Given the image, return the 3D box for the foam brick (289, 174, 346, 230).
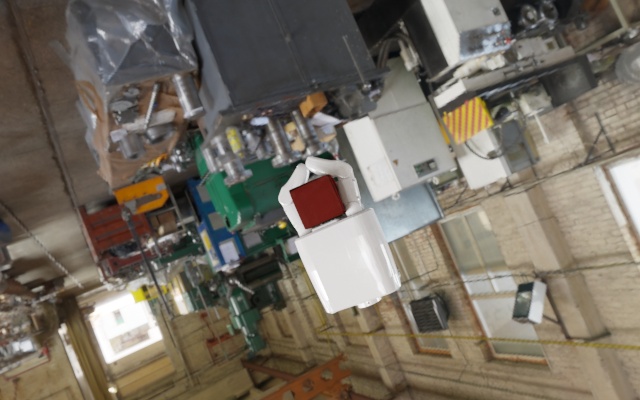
[{"bbox_3d":[0.000,0.002,0.597,0.053,0.051,0.078,-23,-4,7],"label":"foam brick"}]
